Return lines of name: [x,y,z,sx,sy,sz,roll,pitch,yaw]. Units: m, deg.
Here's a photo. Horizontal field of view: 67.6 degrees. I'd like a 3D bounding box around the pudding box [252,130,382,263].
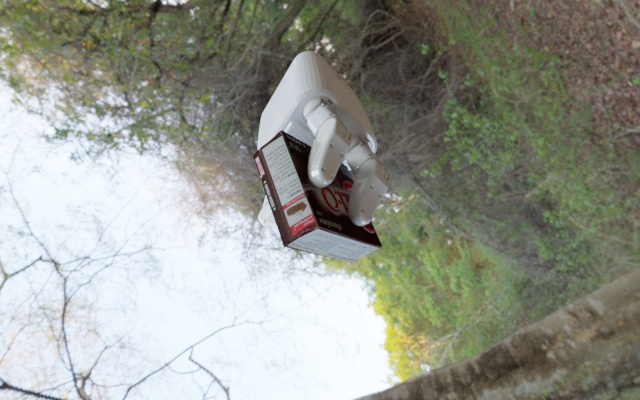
pudding box: [0.000,0.001,0.407,0.039,0.090,0.113,-34,-27,23]
